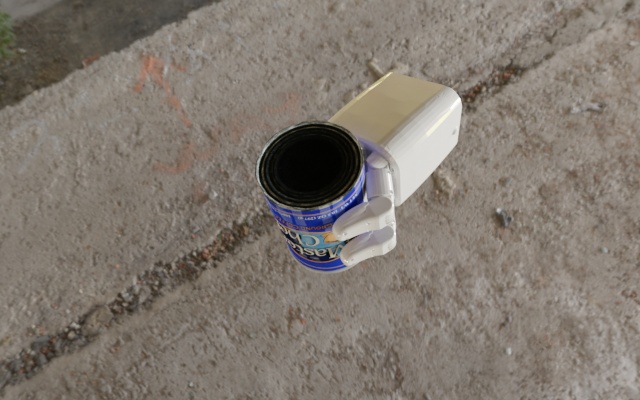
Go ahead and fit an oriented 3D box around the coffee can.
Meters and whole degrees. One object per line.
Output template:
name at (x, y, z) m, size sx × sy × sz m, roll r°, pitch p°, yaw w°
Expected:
coffee can at (0.000, 0.002, 0.498) m, size 0.103 × 0.102 × 0.140 m, roll 0°, pitch -32°, yaw 11°
